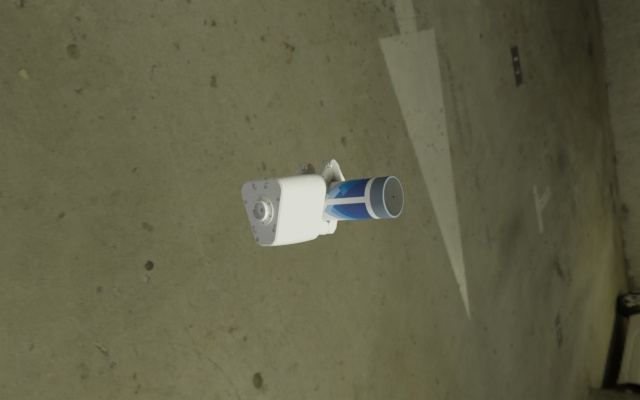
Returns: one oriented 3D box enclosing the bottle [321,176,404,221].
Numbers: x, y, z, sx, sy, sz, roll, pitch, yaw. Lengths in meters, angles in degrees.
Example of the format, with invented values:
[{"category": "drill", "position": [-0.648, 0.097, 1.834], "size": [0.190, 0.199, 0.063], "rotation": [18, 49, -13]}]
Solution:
[{"category": "bottle", "position": [0.000, 0.003, 0.845], "size": [0.296, 0.069, 0.069], "rotation": [-4, -3, 38]}]
